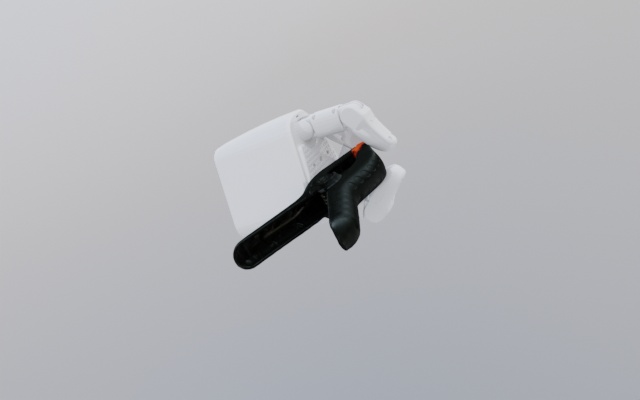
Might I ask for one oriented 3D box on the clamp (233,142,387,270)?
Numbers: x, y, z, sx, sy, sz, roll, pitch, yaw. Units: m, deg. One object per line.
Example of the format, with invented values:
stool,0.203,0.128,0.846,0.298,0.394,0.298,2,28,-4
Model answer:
clamp,0.000,0.001,0.412,0.120,0.039,0.171,-13,20,29
